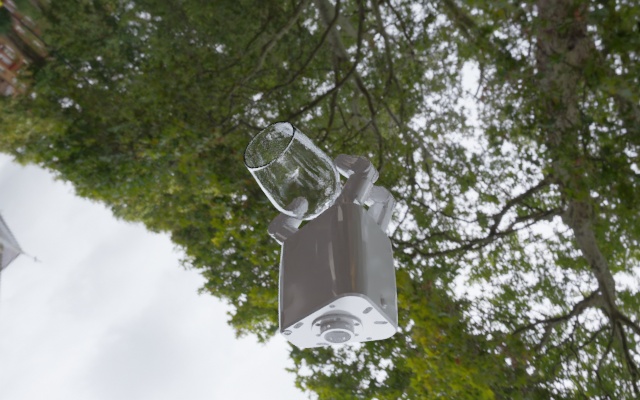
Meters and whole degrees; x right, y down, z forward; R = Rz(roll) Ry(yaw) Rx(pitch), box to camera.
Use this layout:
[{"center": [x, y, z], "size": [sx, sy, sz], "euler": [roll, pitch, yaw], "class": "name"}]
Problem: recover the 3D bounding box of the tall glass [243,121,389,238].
[{"center": [0.000, 0.002, 0.532], "size": [0.079, 0.079, 0.201], "euler": [0, -35, 39], "class": "tall glass"}]
